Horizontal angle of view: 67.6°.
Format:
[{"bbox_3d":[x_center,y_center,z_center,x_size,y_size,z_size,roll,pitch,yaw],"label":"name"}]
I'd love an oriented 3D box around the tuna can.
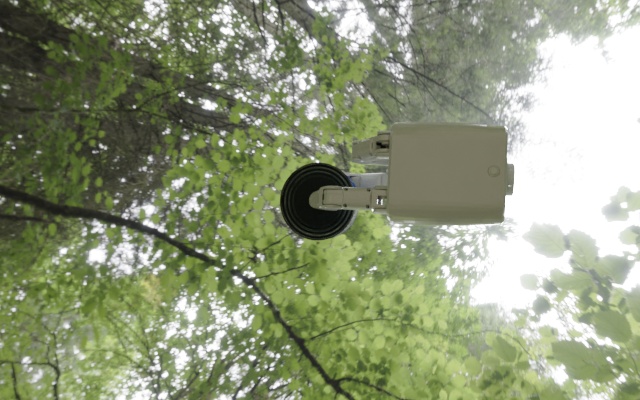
[{"bbox_3d":[0.000,0.002,0.538,0.086,0.086,0.034,0,-3,14],"label":"tuna can"}]
